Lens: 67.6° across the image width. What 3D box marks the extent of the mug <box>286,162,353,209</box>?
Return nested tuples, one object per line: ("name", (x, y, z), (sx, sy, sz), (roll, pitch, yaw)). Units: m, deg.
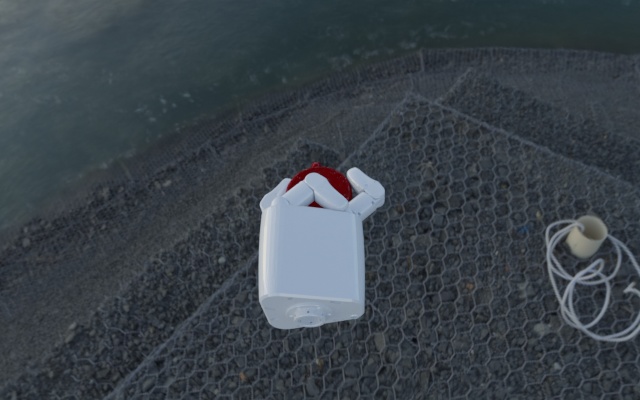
("mug", (0.000, 0.001, 0.611), (0.093, 0.117, 0.082), (-4, -36, 3))
